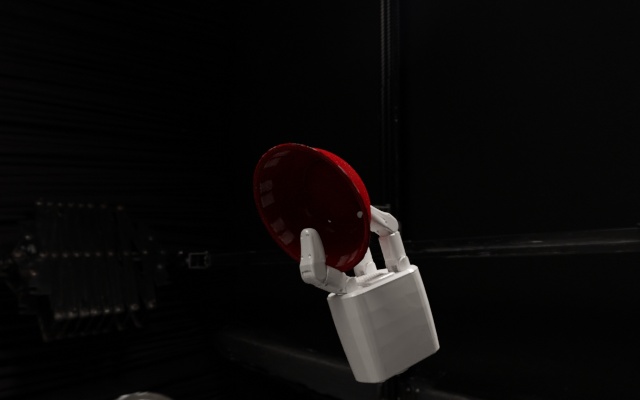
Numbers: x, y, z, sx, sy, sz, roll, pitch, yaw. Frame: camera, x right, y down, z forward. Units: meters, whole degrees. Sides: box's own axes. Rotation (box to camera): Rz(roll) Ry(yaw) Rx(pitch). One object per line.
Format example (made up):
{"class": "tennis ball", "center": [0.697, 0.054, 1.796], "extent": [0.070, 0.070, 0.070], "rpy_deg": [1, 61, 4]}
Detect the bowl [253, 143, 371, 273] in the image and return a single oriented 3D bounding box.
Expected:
{"class": "bowl", "center": [0.000, 0.000, 0.549], "extent": [0.162, 0.162, 0.055], "rpy_deg": [0, 26, 40]}
